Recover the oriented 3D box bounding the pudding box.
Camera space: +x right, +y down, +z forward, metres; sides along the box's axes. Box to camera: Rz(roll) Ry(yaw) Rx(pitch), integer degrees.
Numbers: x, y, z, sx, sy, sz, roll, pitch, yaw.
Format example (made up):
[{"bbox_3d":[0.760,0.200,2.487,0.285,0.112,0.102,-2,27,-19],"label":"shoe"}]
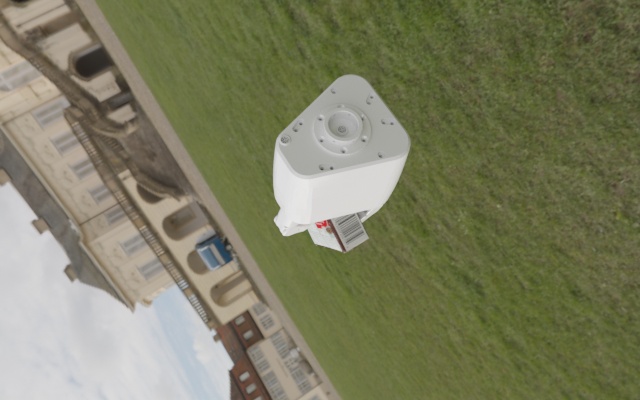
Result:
[{"bbox_3d":[0.000,0.002,0.556,0.039,0.113,0.090,-29,12,-18],"label":"pudding box"}]
